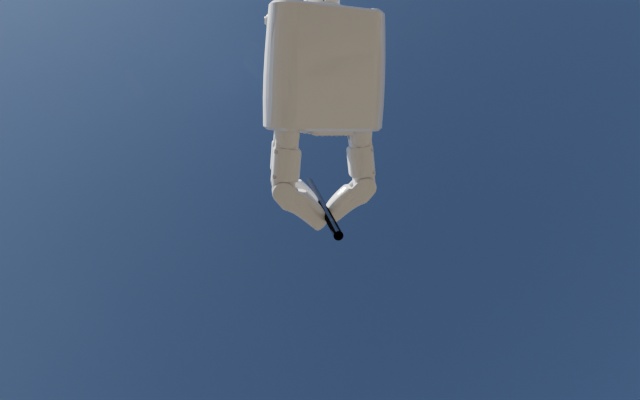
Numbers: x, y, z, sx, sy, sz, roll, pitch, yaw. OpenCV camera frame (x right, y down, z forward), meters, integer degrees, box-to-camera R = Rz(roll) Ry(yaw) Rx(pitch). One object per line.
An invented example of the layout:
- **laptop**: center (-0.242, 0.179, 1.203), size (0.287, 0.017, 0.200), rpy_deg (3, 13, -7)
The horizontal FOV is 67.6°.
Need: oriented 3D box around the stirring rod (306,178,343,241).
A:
- **stirring rod**: center (0.000, 0.002, 0.495), size (0.011, 0.011, 0.239), rpy_deg (0, 13, -7)
